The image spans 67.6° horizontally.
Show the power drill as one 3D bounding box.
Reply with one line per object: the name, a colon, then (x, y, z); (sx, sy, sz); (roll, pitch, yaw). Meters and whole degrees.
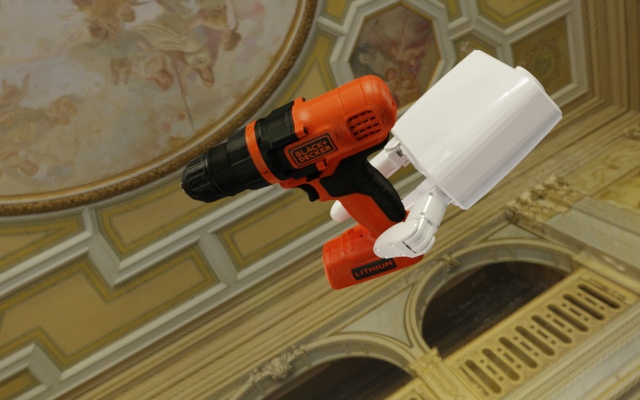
power drill: (0.001, 0.002, 0.416); (0.184, 0.057, 0.188); (-21, -49, 17)
